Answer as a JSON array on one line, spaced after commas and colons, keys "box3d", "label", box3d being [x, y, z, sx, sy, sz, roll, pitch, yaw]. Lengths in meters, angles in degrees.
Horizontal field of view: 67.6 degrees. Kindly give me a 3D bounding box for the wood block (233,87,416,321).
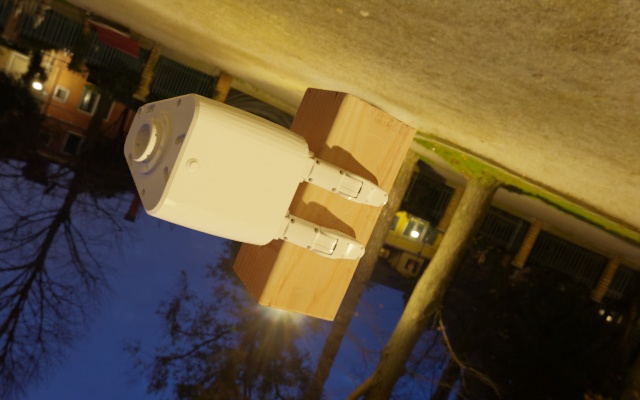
[{"box3d": [0.000, 0.002, 0.484, 0.090, 0.206, 0.090, 21, 6, -31], "label": "wood block"}]
